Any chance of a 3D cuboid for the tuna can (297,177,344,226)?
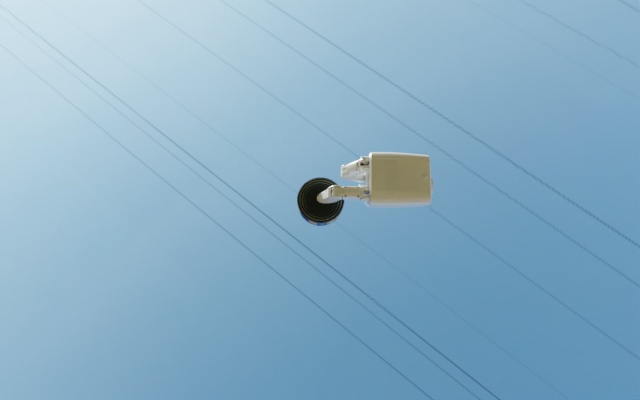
[{"bbox_3d":[0.000,0.003,0.878,0.086,0.086,0.034,0,-15,-1],"label":"tuna can"}]
